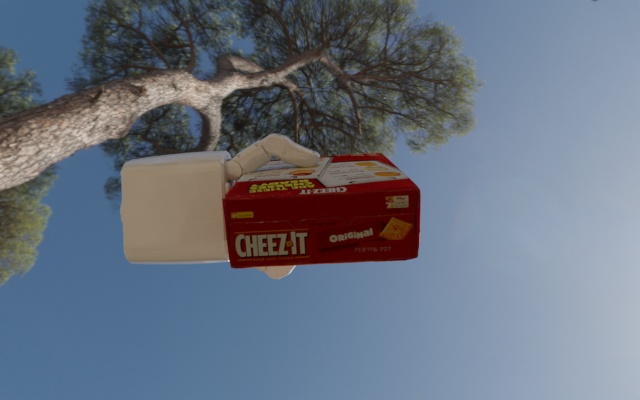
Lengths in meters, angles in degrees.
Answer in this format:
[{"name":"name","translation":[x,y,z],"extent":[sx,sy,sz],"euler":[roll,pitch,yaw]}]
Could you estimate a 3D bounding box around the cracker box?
[{"name":"cracker box","translation":[0.000,0.001,0.497],"extent":[0.164,0.072,0.213],"euler":[-4,13,0]}]
